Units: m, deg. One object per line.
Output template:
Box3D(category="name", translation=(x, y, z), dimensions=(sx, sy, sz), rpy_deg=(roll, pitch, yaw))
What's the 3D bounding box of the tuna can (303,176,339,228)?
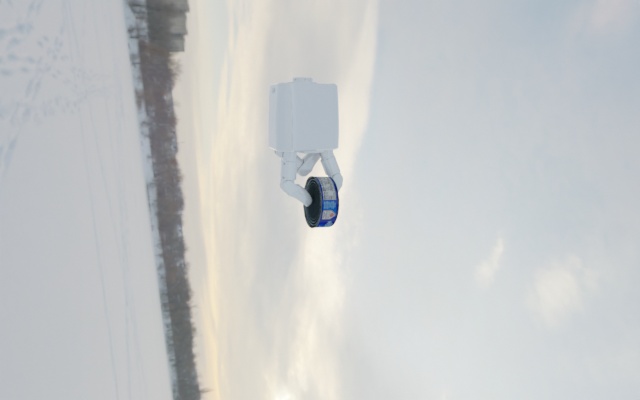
Box3D(category="tuna can", translation=(0.001, 0.003, 0.787), dimensions=(0.034, 0.086, 0.086), rpy_deg=(-1, 0, -21))
